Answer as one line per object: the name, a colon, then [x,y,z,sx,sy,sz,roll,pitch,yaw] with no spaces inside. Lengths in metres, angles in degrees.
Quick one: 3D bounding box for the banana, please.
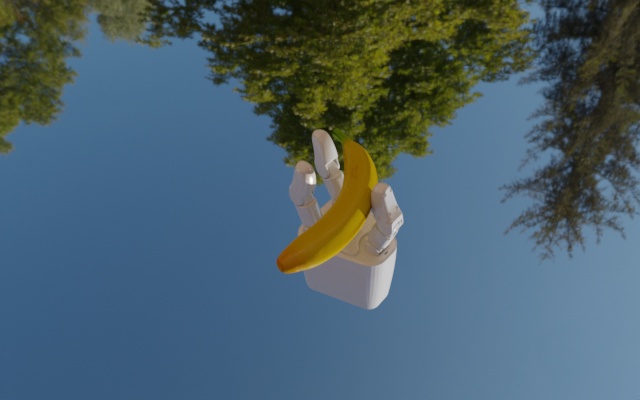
banana: [0.019,0.004,0.497,0.069,0.197,0.037,14,-40,10]
